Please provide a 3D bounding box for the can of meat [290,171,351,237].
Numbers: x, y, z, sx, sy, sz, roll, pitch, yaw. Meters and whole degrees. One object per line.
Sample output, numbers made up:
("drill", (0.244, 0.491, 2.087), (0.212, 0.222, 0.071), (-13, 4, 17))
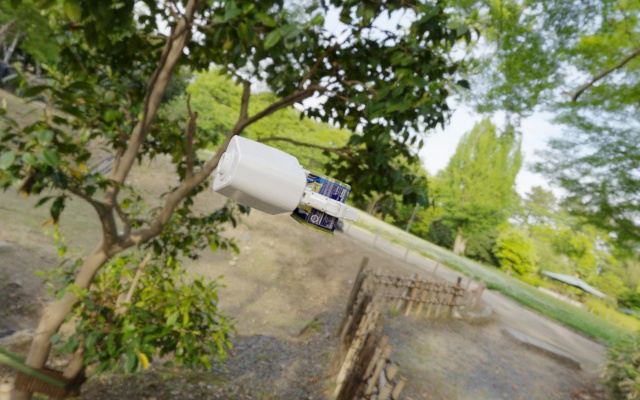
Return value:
("can of meat", (0.000, 0.002, 0.765), (0.057, 0.084, 0.102), (21, 2, -21))
